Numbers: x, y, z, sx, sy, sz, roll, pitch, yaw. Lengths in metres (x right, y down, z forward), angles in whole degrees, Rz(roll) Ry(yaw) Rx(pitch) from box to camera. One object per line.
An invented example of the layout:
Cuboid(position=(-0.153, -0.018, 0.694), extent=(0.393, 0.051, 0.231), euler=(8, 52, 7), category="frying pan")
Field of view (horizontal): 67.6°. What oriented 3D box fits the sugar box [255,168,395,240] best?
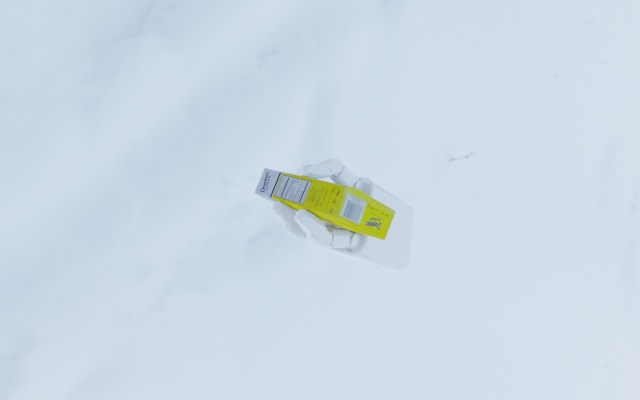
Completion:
Cuboid(position=(0.000, 0.003, 0.623), extent=(0.093, 0.048, 0.176), euler=(27, -10, -39), category="sugar box")
